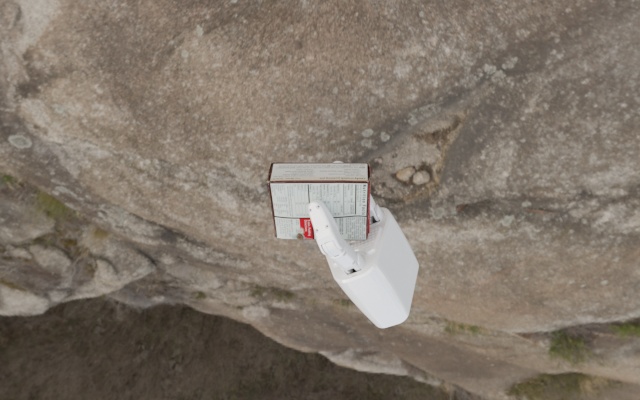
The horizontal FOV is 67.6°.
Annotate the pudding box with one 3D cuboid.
[{"bbox_3d":[0.000,0.002,0.543,0.113,0.090,0.039,-1,40,2],"label":"pudding box"}]
